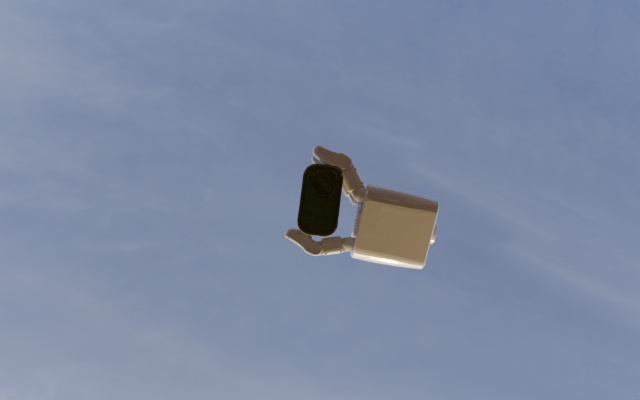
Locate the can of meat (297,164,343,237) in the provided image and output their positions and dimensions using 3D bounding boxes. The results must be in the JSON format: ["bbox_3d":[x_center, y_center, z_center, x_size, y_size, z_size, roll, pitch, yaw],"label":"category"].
[{"bbox_3d":[0.000,0.002,0.712,0.057,0.102,0.084,7,-4,1],"label":"can of meat"}]
